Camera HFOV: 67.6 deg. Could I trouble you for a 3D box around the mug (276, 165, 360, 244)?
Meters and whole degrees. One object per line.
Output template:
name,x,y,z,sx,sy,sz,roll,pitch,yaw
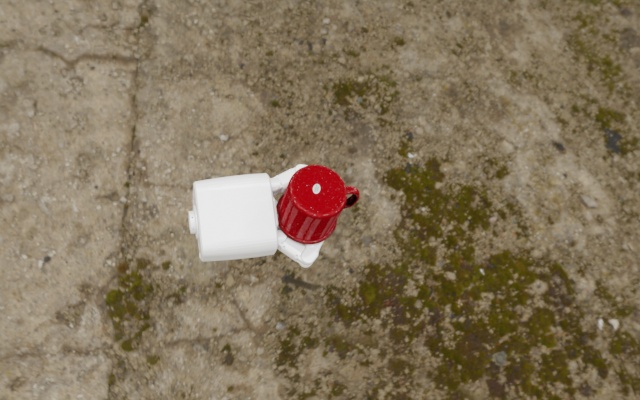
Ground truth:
mug,0.002,0.002,0.668,0.117,0.093,0.081,-6,-25,-18
